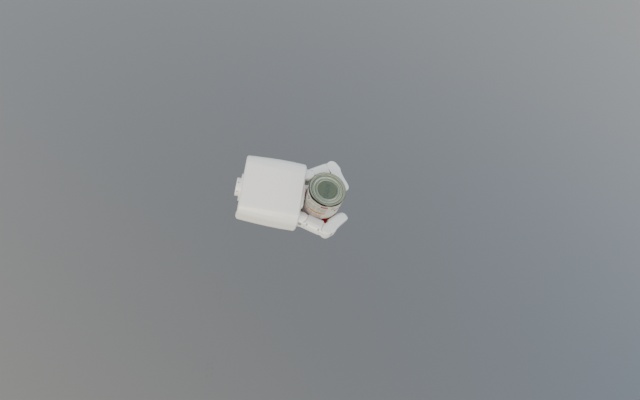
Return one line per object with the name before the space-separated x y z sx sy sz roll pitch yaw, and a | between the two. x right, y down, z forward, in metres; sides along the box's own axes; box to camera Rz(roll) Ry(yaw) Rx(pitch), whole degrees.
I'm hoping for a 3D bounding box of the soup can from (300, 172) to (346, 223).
soup can | 0.001 0.003 0.852 0.068 0.068 0.102 0 -27 -16
